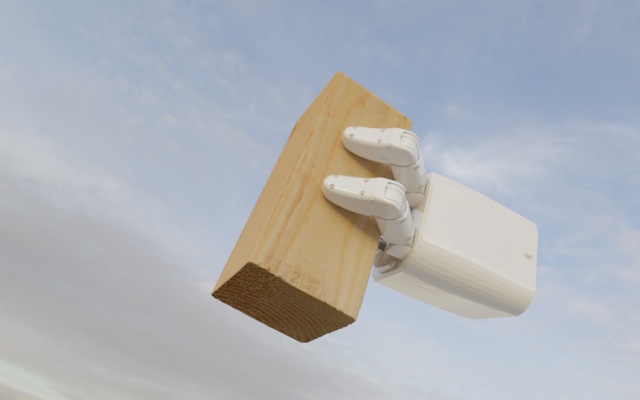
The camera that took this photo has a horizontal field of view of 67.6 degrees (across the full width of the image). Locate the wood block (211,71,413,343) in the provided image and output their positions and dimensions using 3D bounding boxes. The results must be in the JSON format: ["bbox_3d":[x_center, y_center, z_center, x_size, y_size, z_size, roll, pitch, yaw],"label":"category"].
[{"bbox_3d":[0.000,0.002,0.410,0.090,0.206,0.091,31,-37,-13],"label":"wood block"}]
